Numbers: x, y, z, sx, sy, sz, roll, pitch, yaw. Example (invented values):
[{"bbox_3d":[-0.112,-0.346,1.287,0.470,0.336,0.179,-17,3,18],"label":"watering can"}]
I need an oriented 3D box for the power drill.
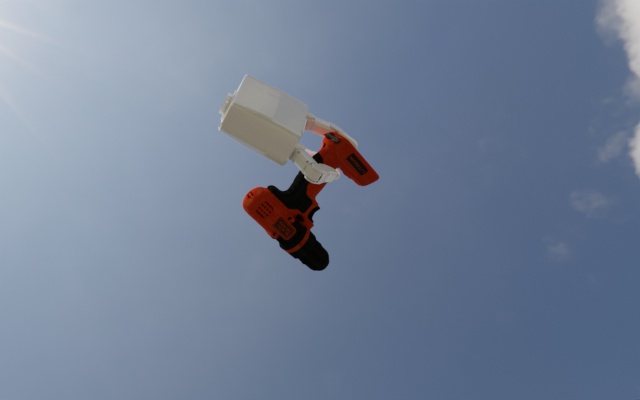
[{"bbox_3d":[0.000,0.002,0.740,0.184,0.187,0.057,46,-4,-32],"label":"power drill"}]
